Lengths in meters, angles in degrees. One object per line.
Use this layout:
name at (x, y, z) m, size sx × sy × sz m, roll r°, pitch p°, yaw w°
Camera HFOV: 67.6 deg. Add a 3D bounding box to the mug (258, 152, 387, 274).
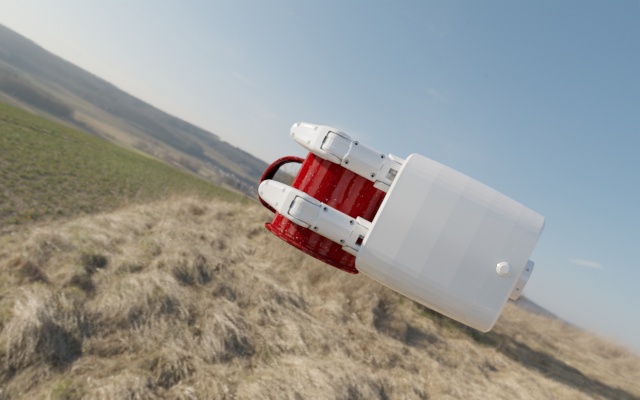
mug at (-0.001, 0.001, 0.422) m, size 0.117 × 0.081 × 0.093 m, roll 28°, pitch 0°, yaw 16°
